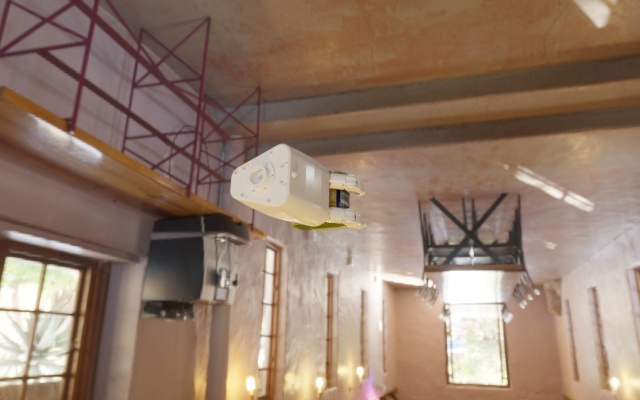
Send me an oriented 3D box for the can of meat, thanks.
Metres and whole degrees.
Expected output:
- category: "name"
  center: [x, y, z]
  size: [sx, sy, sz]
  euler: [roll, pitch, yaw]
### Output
- category: "can of meat"
  center: [0.000, 0.003, 0.798]
  size: [0.102, 0.084, 0.057]
  euler: [-7, -19, 26]
